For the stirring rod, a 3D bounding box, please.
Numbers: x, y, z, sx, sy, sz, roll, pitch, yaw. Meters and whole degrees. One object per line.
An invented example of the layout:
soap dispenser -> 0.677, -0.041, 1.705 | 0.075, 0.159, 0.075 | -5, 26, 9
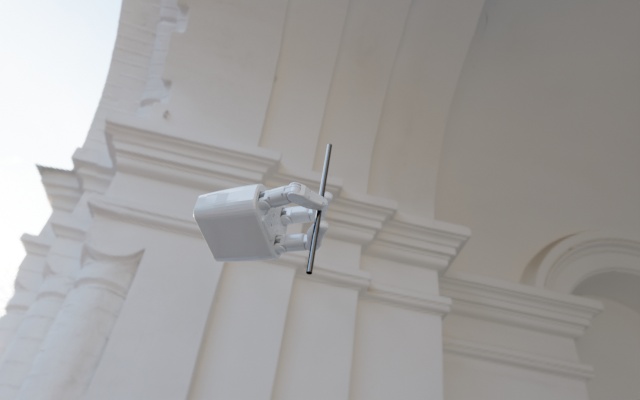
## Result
stirring rod -> 0.000, 0.002, 0.691 | 0.011, 0.239, 0.011 | 5, -40, 5
